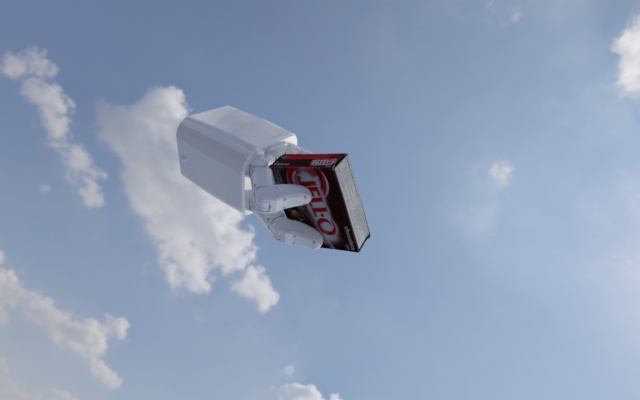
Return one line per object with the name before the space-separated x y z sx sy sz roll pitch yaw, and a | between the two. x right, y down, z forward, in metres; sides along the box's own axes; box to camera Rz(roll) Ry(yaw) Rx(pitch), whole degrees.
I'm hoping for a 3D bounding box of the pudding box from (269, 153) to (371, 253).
pudding box | 0.000 0.002 0.544 0.090 0.113 0.039 4 37 36
